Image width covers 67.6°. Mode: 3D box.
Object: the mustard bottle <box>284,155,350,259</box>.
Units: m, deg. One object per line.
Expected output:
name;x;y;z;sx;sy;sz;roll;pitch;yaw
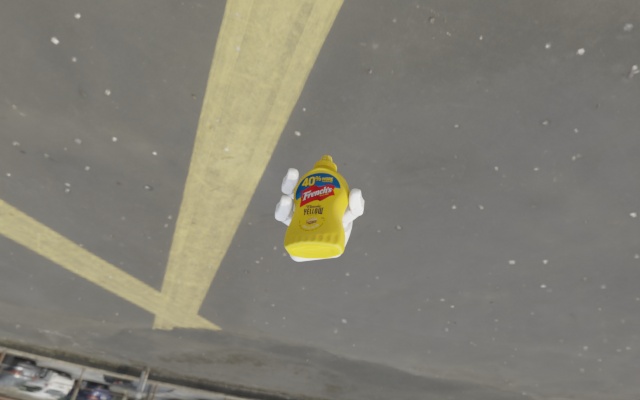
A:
mustard bottle;0.000;0.003;0.810;0.096;0.191;0.058;-5;-35;19
